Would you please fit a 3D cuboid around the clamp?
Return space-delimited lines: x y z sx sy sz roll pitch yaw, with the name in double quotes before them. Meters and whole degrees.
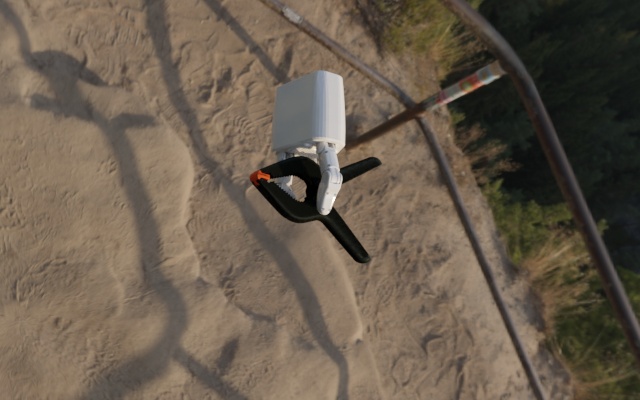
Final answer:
"clamp" 0.000 0.002 0.678 0.210 0.164 0.036 8 -13 -30
